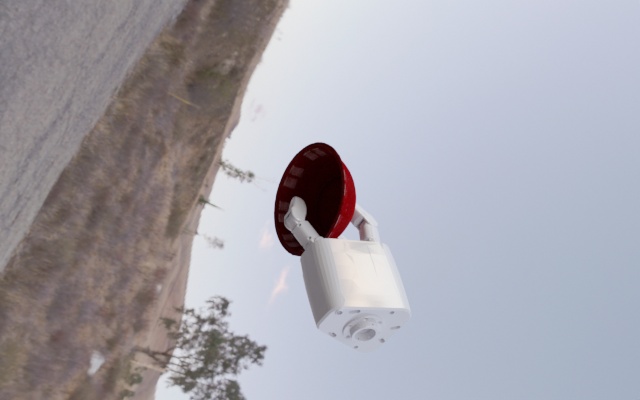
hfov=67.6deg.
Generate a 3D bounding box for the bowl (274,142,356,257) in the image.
[{"bbox_3d":[0.000,0.001,0.678,0.055,0.162,0.162,14,-9,-37],"label":"bowl"}]
